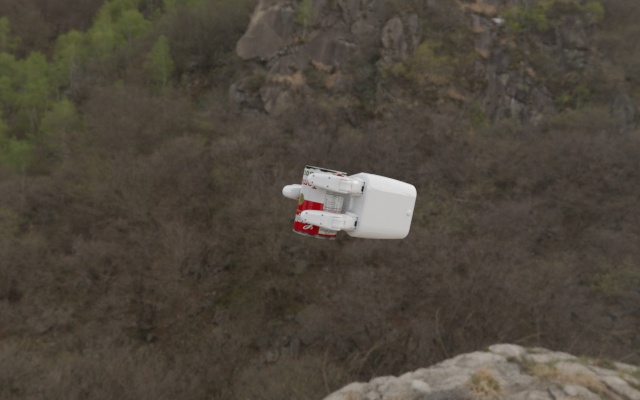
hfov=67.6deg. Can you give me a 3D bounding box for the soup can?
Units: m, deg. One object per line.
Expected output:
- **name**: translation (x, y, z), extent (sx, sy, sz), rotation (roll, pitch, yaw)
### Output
- **soup can**: translation (0.000, 0.002, 0.732), extent (0.068, 0.102, 0.068), rotation (11, 4, -1)
